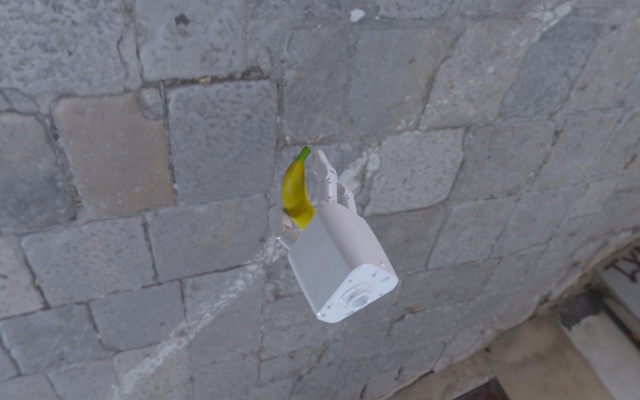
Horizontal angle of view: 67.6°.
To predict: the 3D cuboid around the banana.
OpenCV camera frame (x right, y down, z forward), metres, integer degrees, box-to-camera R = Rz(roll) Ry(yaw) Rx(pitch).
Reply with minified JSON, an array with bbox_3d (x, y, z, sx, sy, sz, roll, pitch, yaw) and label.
[{"bbox_3d":[-0.017,0.009,0.728,0.069,0.037,0.198,-28,-42,-6],"label":"banana"}]
